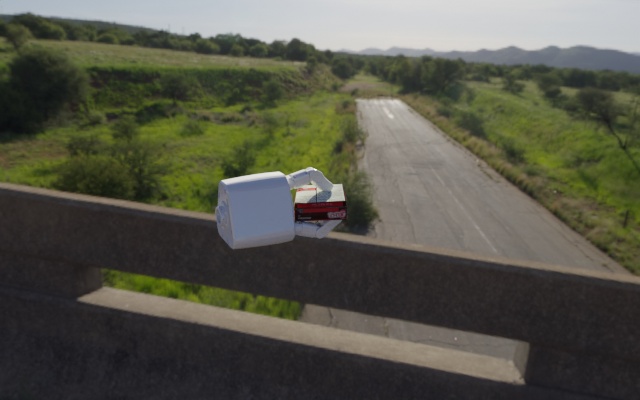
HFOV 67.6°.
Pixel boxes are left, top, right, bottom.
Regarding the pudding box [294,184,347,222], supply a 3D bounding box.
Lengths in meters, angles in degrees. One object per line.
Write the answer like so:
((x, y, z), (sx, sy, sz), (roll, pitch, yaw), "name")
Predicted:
((0.000, 0.003, 0.846), (0.090, 0.039, 0.113), (-1, 19, 0), "pudding box")
